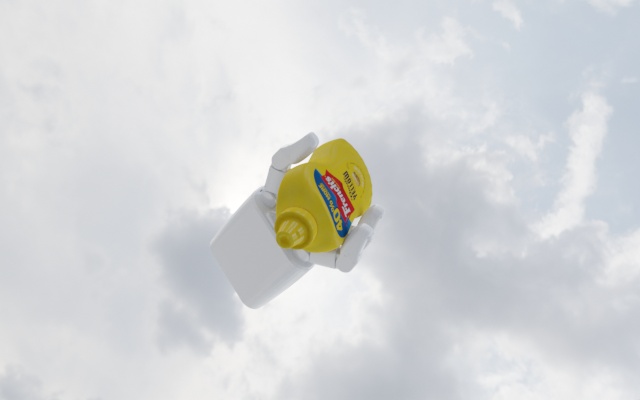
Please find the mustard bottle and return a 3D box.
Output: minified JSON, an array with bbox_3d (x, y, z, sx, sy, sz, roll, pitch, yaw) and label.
[{"bbox_3d":[0.000,0.001,0.516,0.058,0.096,0.191,-15,15,27],"label":"mustard bottle"}]
